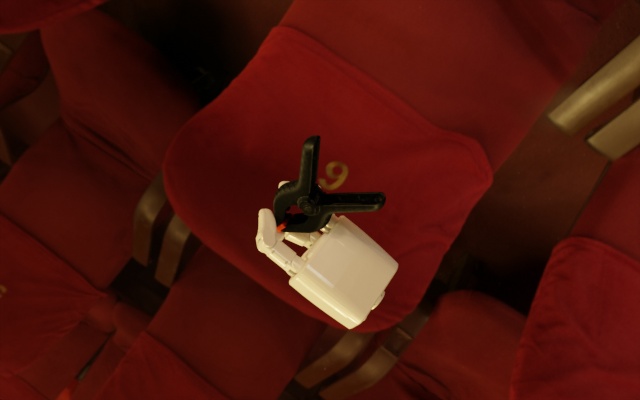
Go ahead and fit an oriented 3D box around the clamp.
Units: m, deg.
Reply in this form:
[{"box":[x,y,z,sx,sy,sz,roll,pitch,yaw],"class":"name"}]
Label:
[{"box":[0.000,0.002,0.607,0.039,0.120,0.171,-52,2,-40],"class":"clamp"}]
